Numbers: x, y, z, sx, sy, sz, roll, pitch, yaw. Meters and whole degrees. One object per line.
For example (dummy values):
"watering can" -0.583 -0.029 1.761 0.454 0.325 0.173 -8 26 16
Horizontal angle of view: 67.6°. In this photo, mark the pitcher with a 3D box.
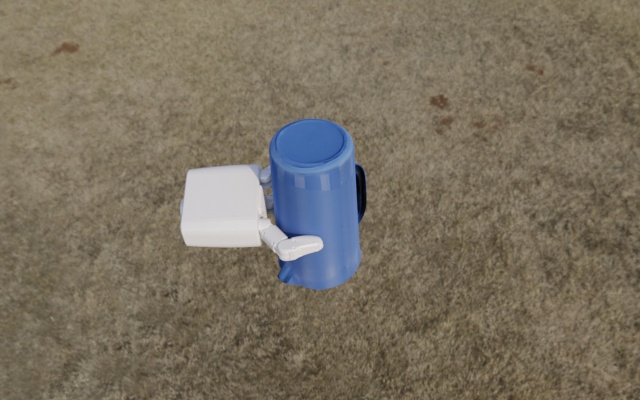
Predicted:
"pitcher" 0.000 0.002 0.689 0.145 0.149 0.243 -1 -43 2
